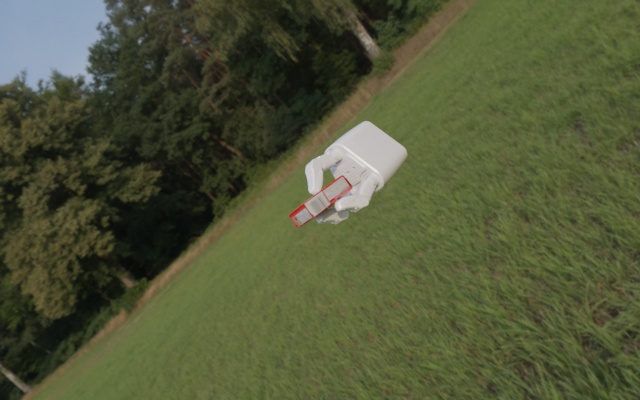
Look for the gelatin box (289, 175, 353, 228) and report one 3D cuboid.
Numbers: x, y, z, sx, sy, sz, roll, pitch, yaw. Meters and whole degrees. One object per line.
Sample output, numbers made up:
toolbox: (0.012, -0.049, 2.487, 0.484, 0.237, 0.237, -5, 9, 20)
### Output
gelatin box: (0.000, 0.002, 0.760, 0.089, 0.030, 0.073, -37, 1, -28)
